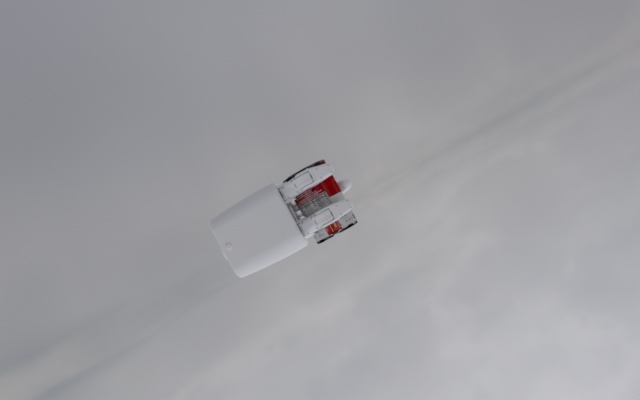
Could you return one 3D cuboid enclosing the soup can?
[{"bbox_3d":[0.001,0.002,0.679,0.068,0.102,0.068,-29,-2,-1],"label":"soup can"}]
